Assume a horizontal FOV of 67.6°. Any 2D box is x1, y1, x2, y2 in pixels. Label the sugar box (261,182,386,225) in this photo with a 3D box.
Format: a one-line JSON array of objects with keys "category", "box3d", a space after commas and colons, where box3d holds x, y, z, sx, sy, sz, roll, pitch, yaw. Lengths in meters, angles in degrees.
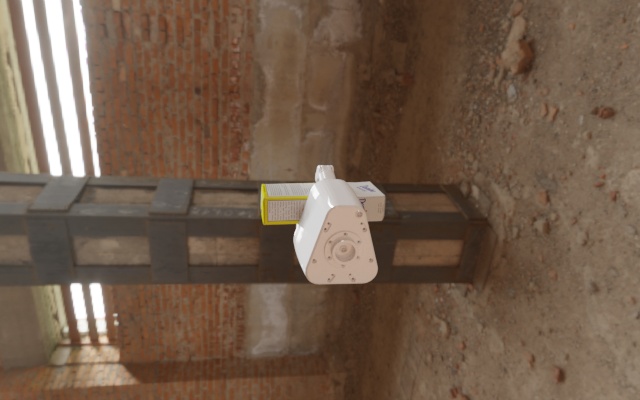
[{"category": "sugar box", "box3d": [0.000, 0.003, 0.715, 0.176, 0.048, 0.093, 1, 16, -9]}]
